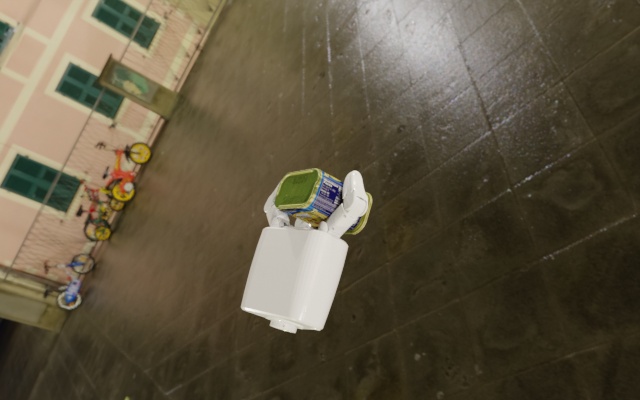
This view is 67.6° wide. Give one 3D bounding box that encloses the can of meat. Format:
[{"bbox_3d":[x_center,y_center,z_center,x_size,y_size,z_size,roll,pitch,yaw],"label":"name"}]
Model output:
[{"bbox_3d":[0.000,0.002,0.611,0.084,0.057,0.102,27,-17,-29],"label":"can of meat"}]
